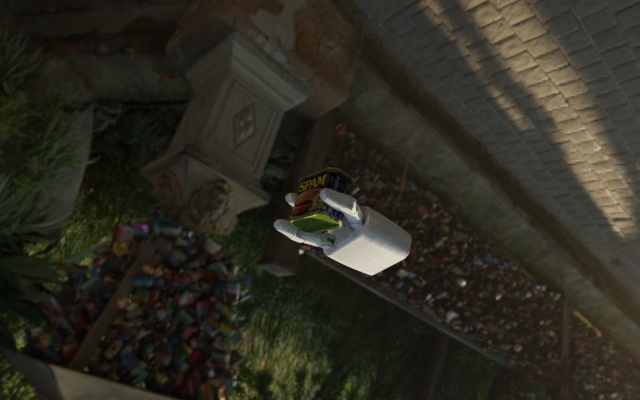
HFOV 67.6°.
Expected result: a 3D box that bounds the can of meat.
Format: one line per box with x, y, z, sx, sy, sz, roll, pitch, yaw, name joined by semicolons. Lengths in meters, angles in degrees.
0.000;0.003;0.783;0.057;0.084;0.102;31;-29;-31;can of meat
